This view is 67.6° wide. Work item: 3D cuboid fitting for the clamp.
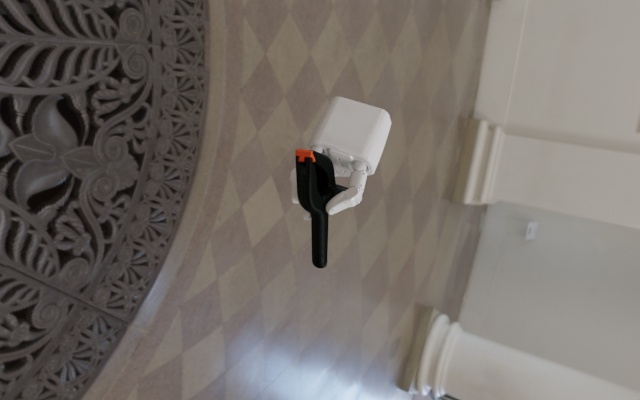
[{"bbox_3d":[0.001,0.002,0.765,0.036,0.164,0.210,8,-28,25],"label":"clamp"}]
